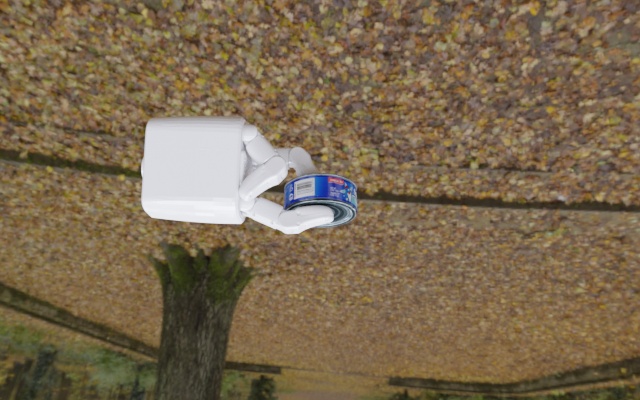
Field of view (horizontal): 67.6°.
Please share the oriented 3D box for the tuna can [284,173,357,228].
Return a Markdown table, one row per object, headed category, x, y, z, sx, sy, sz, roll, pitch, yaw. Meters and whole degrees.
| category | x | y | z | sx | sy | sz | roll | pitch | yaw |
| --- | --- | --- | --- | --- | --- | --- | --- | --- | --- |
| tuna can | 0.000 | 0.002 | 0.556 | 0.086 | 0.033 | 0.086 | 0 | -24 | 0 |
